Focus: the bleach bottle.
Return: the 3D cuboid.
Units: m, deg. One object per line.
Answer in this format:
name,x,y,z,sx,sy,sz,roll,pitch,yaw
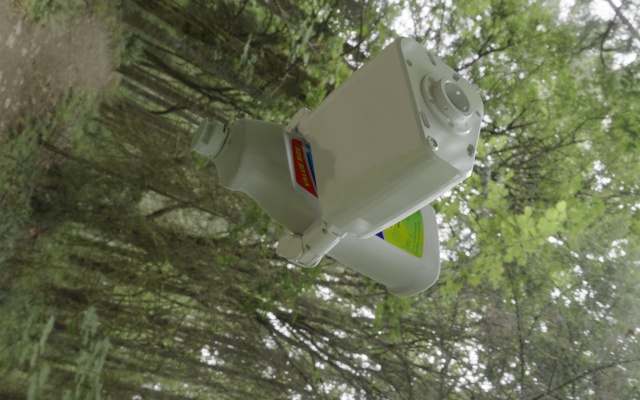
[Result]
bleach bottle,0.000,0.001,0.442,0.251,0.102,0.068,26,-40,-26
